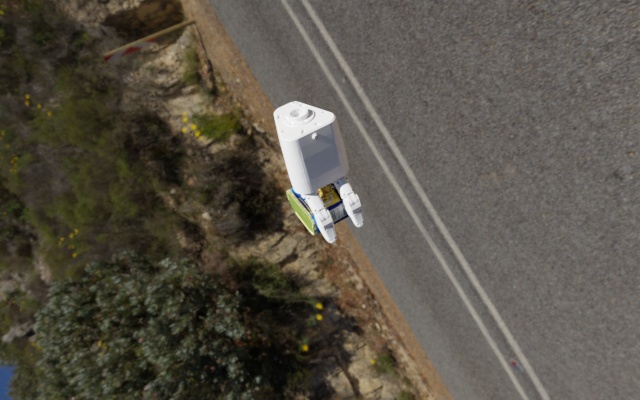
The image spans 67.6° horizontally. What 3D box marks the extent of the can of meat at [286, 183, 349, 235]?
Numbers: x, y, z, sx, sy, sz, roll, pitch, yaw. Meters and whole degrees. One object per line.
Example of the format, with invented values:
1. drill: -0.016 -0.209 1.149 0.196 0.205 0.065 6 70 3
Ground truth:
1. can of meat: 0.000 0.003 0.830 0.084 0.057 0.102 -28 46 -15
